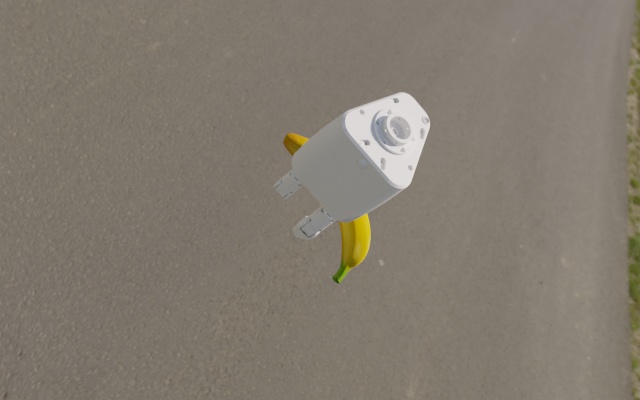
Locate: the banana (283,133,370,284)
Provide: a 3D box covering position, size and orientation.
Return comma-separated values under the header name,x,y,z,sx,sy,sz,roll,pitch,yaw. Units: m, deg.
name,x,y,z,sx,sy,sz,roll,pitch,yaw
banana,0.017,0.000,0.600,0.069,0.198,0.037,-19,-4,-24
